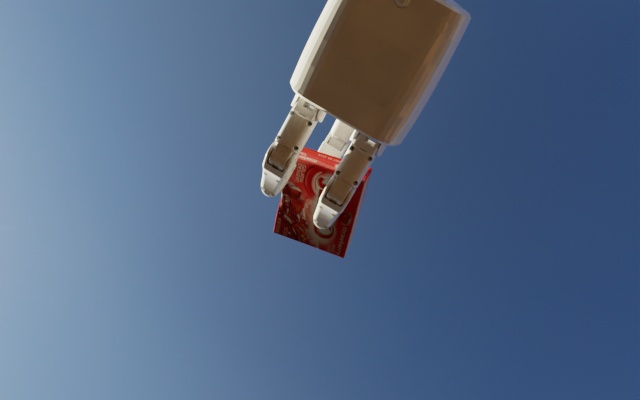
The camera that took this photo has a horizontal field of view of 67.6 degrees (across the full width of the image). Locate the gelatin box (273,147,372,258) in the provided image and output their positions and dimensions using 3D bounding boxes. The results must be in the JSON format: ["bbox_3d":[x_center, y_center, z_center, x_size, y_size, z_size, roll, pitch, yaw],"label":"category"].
[{"bbox_3d":[0.000,0.002,0.440,0.073,0.089,0.030,19,33,9],"label":"gelatin box"}]
